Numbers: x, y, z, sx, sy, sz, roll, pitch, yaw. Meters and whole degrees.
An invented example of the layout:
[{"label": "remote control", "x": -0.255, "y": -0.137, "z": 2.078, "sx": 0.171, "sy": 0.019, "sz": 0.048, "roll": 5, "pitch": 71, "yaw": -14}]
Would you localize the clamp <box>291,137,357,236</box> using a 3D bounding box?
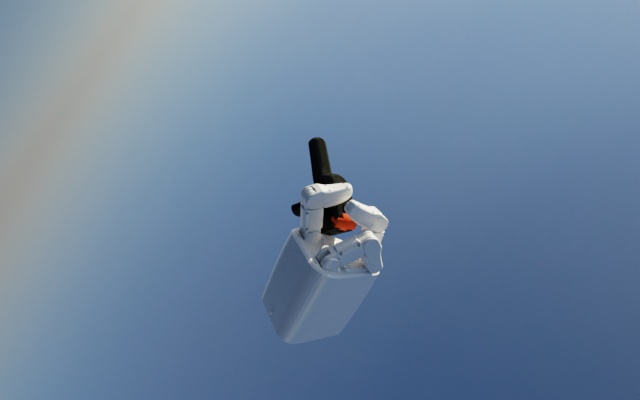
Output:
[{"label": "clamp", "x": 0.001, "y": 0.002, "z": 0.635, "sx": 0.039, "sy": 0.120, "sz": 0.171, "roll": 3, "pitch": 31, "yaw": -18}]
